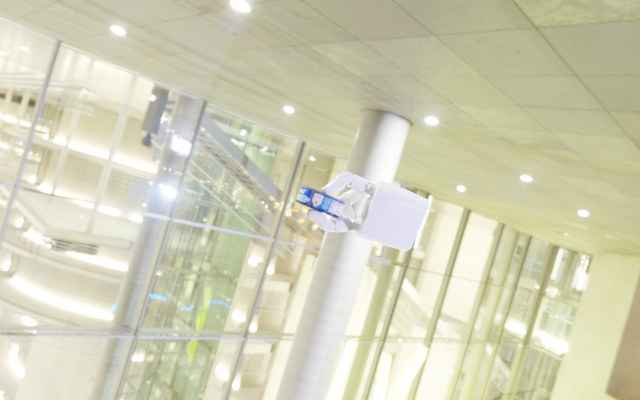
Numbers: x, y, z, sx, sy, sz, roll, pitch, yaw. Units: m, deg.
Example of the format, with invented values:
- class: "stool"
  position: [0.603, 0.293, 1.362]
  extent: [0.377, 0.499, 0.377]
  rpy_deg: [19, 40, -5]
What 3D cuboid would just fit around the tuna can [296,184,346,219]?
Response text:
- class: "tuna can"
  position: [0.000, 0.003, 0.853]
  extent: [0.086, 0.034, 0.086]
  rpy_deg: [22, -1, 0]
